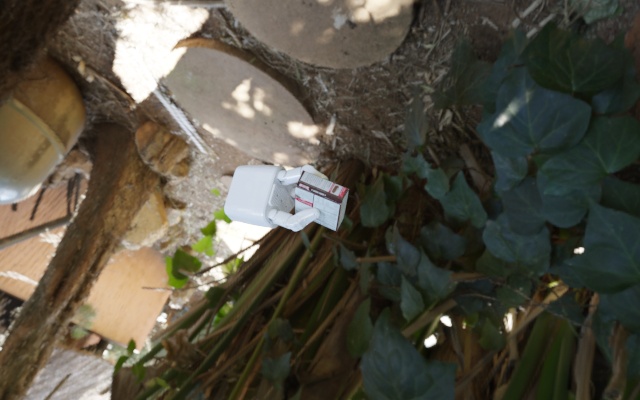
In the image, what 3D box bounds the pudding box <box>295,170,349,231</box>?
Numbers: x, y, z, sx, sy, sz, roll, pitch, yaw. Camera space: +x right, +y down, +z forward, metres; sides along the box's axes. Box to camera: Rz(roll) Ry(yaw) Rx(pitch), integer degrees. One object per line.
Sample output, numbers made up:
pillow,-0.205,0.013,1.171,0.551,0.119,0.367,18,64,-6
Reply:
pudding box,0.000,0.003,0.863,0.090,0.039,0.113,22,-26,9
